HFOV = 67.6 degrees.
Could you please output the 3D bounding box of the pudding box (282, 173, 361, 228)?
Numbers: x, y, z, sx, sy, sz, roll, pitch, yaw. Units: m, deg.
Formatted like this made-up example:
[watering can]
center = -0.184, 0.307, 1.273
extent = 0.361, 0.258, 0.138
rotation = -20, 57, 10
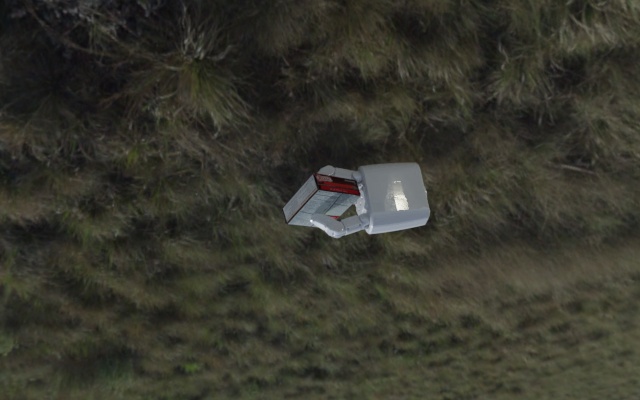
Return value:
[pudding box]
center = 0.000, 0.003, 0.814
extent = 0.090, 0.039, 0.113
rotation = 9, -40, -34
